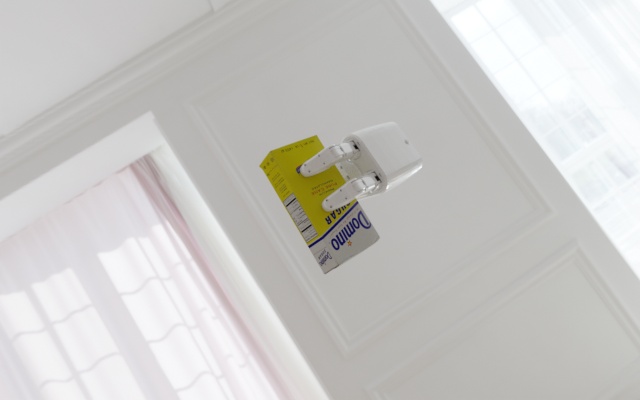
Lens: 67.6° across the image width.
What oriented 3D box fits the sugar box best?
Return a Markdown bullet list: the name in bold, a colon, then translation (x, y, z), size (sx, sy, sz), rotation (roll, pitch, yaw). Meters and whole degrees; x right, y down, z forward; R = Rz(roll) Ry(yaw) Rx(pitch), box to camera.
- **sugar box**: translation (0.000, 0.002, 0.657), size (0.093, 0.176, 0.048), rotation (-27, -11, -40)
